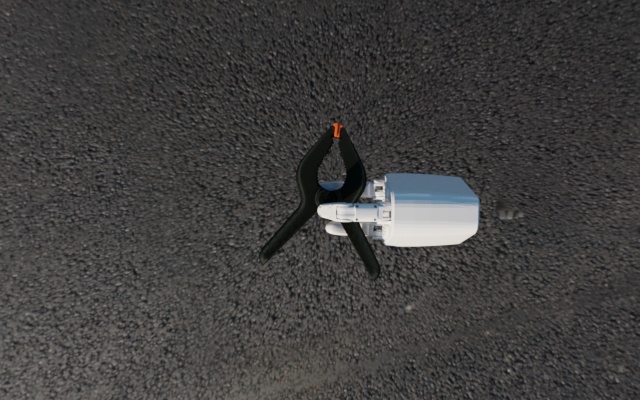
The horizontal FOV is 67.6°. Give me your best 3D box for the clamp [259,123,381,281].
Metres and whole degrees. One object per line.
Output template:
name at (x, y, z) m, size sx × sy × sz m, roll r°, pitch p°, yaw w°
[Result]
clamp at (0.000, 0.002, 0.642) m, size 0.164 × 0.210 × 0.036 m, roll 1°, pitch 2°, yaw 1°
